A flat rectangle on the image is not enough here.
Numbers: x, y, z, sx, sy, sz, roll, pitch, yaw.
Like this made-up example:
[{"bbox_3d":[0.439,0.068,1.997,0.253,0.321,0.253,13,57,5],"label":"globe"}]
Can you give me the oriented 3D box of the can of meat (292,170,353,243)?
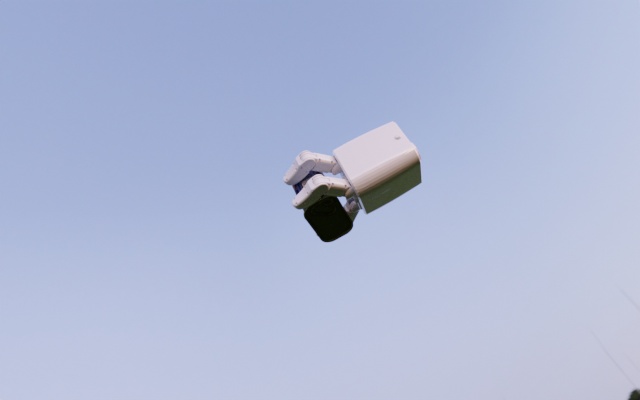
[{"bbox_3d":[0.000,0.002,0.745,0.057,0.084,0.102,-30,-41,4],"label":"can of meat"}]
